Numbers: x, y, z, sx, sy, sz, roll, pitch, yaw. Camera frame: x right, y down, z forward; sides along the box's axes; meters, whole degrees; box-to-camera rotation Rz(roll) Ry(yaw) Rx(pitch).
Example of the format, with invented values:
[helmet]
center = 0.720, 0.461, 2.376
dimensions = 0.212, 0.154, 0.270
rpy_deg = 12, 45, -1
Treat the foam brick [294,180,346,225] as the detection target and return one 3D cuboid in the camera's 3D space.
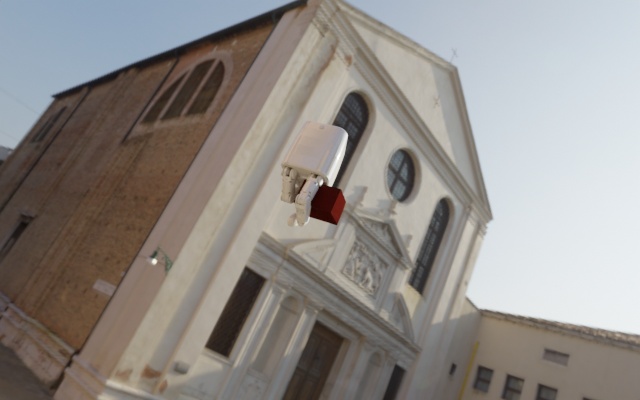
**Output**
[foam brick]
center = 0.000, 0.003, 0.876
dimensions = 0.078, 0.051, 0.053
rpy_deg = 16, -24, 22
